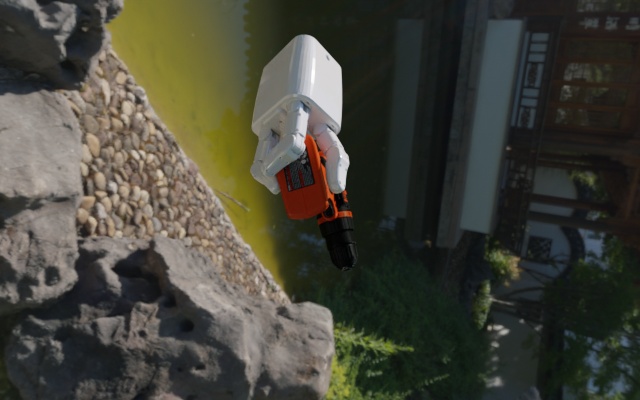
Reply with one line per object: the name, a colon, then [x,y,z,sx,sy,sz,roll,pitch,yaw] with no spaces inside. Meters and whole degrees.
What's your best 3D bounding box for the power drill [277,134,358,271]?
power drill: [0.000,0.002,0.653,0.057,0.184,0.188,-18,-15,9]
